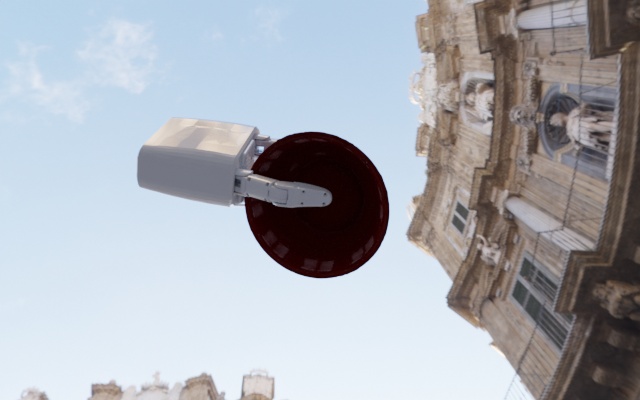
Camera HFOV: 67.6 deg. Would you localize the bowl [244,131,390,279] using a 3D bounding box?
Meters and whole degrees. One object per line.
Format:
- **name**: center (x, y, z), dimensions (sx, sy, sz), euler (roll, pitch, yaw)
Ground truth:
- **bowl**: center (0.001, 0.002, 0.529), dimensions (0.162, 0.162, 0.055), euler (0, 14, 17)
